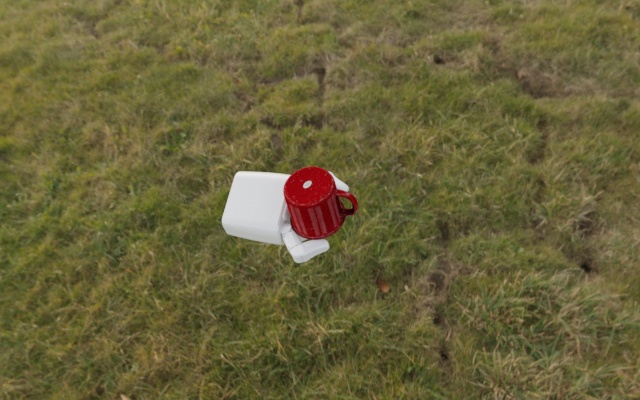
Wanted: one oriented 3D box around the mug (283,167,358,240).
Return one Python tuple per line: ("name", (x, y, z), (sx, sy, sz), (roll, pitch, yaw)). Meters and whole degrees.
("mug", (0.001, 0.003, 0.746), (0.117, 0.093, 0.082), (5, -36, 17))
